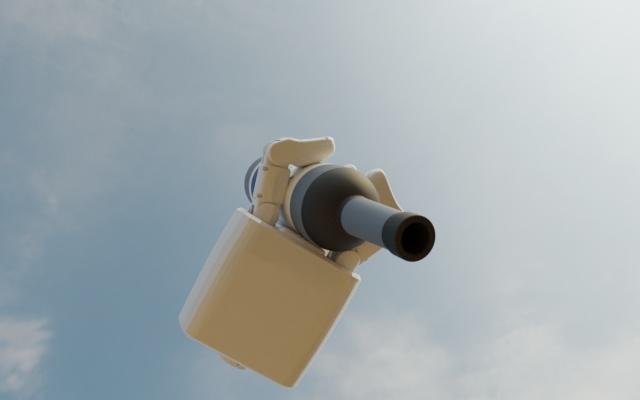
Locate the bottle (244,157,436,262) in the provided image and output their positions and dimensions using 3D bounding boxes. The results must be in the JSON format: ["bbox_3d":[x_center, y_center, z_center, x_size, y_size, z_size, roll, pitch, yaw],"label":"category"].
[{"bbox_3d":[0.000,0.001,0.403,0.069,0.069,0.295,0,8,-22],"label":"bottle"}]
